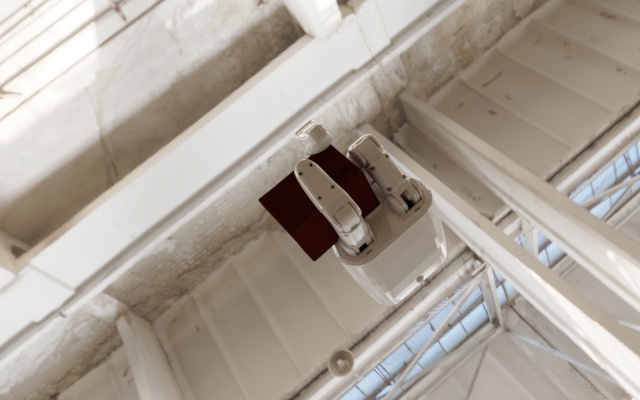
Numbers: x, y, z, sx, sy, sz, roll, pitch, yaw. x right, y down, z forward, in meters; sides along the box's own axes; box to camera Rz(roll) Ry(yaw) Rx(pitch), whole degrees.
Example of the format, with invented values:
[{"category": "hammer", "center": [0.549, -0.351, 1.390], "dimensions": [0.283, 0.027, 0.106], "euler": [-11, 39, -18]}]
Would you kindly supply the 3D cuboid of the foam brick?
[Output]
[{"category": "foam brick", "center": [0.000, 0.001, 0.400], "dimensions": [0.053, 0.078, 0.051], "euler": [46, -7, 39]}]
